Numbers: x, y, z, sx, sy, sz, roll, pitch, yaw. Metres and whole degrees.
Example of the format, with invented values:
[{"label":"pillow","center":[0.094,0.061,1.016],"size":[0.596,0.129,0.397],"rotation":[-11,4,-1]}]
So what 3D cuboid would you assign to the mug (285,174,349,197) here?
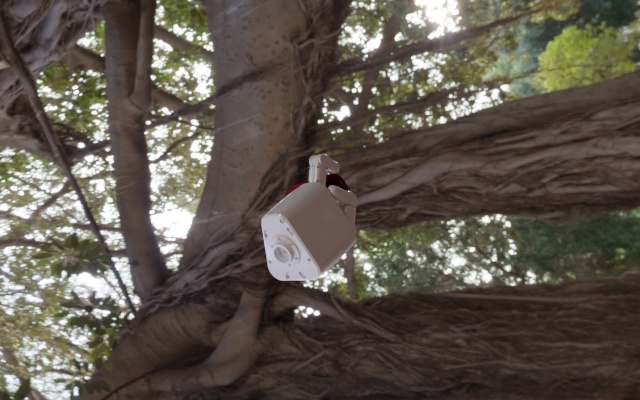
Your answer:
[{"label":"mug","center":[0.001,0.002,0.800],"size":[0.081,0.093,0.117],"rotation":[-8,16,35]}]
